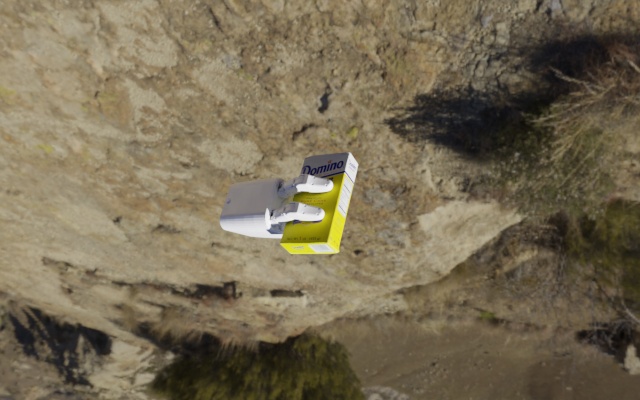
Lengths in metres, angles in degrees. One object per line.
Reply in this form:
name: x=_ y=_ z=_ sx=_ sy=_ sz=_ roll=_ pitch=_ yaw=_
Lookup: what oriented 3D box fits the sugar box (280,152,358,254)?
sugar box: x=0.000 y=0.002 z=0.804 sx=0.093 sy=0.176 sz=0.048 roll=-4 pitch=-31 yaw=29
